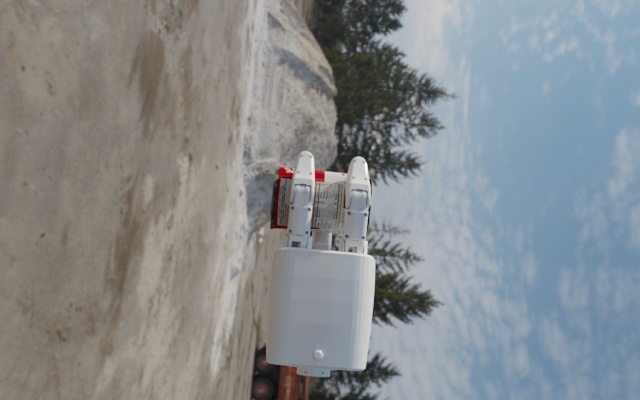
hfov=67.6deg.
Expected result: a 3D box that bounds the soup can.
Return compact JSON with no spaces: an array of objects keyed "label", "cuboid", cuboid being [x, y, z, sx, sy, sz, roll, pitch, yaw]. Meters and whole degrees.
[{"label":"soup can","cuboid":[0.000,0.001,0.514,0.102,0.068,0.068,5,0,-2]}]
